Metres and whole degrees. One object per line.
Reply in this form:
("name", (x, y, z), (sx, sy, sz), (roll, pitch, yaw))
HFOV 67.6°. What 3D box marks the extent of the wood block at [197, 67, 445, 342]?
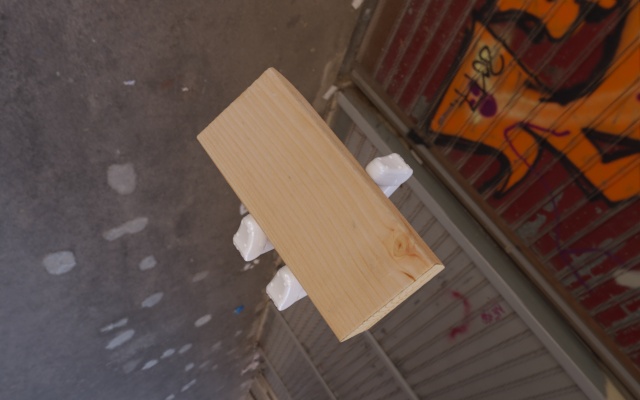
("wood block", (0.000, 0.001, 0.404), (0.091, 0.206, 0.090), (-41, -19, 9))
